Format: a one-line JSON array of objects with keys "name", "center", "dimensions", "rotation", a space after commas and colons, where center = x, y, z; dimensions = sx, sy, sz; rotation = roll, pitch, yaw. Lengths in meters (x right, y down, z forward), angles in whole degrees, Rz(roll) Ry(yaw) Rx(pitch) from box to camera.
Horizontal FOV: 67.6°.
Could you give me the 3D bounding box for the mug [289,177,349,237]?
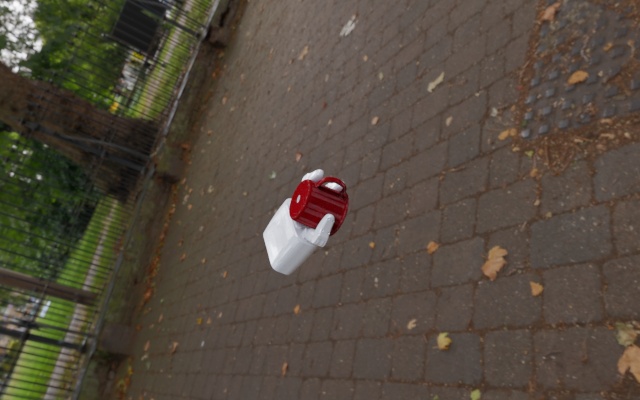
[{"name": "mug", "center": [0.001, 0.002, 0.881], "dimensions": [0.081, 0.093, 0.117], "rotation": [22, -54, -22]}]
